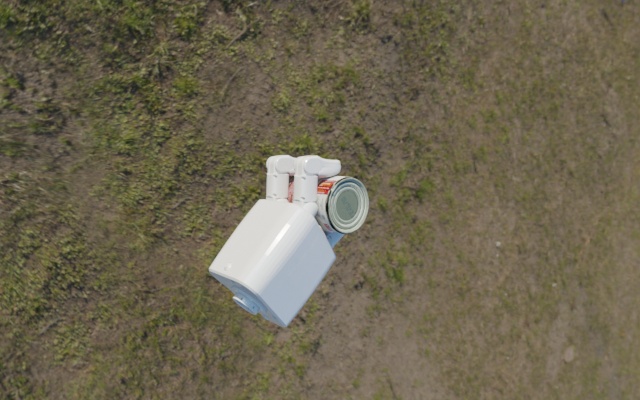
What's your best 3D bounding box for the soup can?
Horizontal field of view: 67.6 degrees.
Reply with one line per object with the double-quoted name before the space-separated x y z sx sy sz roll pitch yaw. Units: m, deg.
"soup can" 0.001 0.002 0.583 0.068 0.068 0.102 0 5 -41
